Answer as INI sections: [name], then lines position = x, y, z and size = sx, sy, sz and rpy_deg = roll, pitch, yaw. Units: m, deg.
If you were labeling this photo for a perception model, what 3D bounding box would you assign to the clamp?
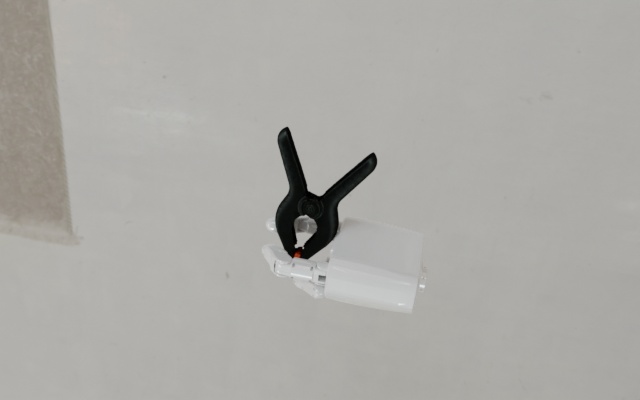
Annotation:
[clamp]
position = 0.000, 0.002, 0.582
size = 0.120, 0.171, 0.039
rpy_deg = 11, 21, 10
